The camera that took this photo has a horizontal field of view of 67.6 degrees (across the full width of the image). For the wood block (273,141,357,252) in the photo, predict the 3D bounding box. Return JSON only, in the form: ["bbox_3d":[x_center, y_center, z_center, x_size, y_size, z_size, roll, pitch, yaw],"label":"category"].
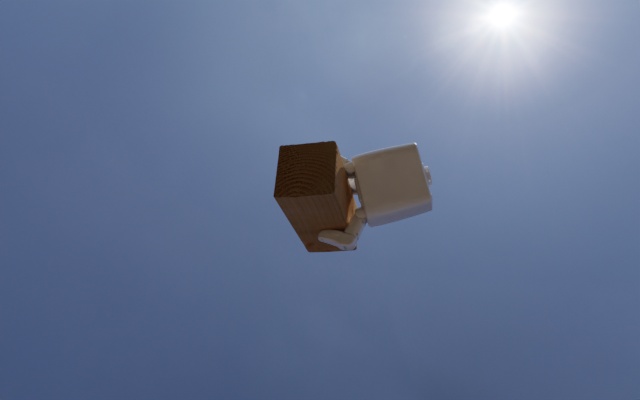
[{"bbox_3d":[0.001,0.003,0.768,0.090,0.090,0.206,-4,-29,12],"label":"wood block"}]
